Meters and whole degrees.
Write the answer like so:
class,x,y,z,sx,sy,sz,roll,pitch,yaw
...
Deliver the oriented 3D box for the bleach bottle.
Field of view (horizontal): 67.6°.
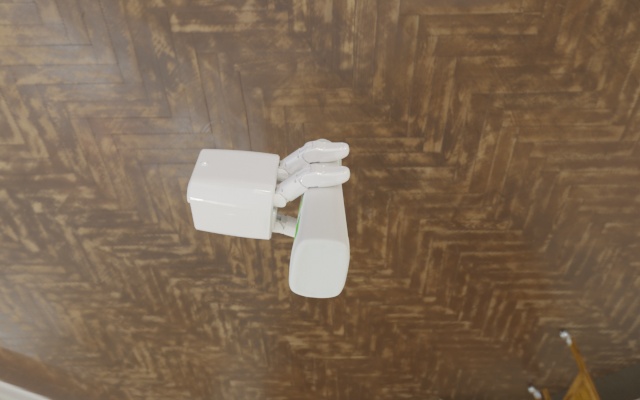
class,x,y,z,sx,sy,sz,roll,pitch,yaw
bleach bottle,0.000,0.002,0.645,0.068,0.103,0.250,6,39,-4
